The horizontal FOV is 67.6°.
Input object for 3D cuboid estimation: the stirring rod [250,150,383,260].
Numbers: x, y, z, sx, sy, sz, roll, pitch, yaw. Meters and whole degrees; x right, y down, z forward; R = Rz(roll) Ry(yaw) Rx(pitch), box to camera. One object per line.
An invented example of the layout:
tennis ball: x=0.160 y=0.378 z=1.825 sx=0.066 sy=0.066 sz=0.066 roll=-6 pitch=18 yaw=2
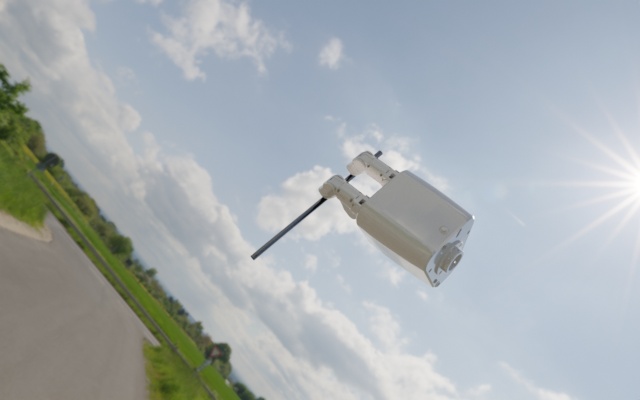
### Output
stirring rod: x=0.000 y=0.002 z=0.652 sx=0.239 sy=0.011 sz=0.011 roll=-39 pitch=16 yaw=-20
